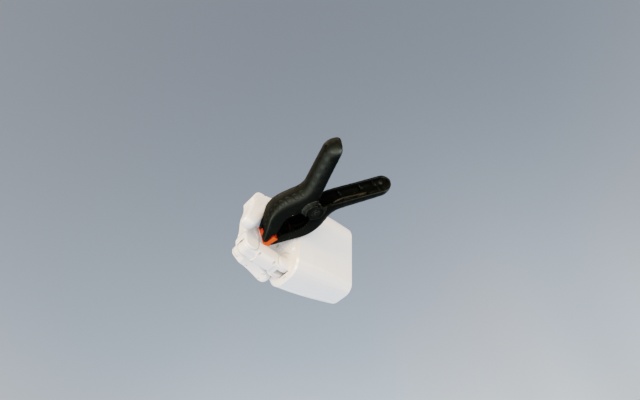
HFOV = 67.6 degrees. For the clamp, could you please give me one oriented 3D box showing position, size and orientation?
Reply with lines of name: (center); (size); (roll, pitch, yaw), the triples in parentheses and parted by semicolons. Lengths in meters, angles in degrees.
clamp: (0.000, 0.002, 0.575); (0.120, 0.039, 0.171); (27, -54, -36)
